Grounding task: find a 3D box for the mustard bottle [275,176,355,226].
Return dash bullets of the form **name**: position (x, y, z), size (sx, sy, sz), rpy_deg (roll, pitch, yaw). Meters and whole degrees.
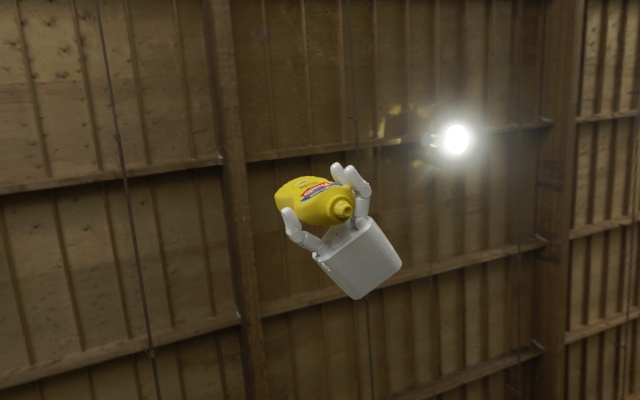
- **mustard bottle**: position (0.000, 0.002, 0.774), size (0.096, 0.058, 0.191), rpy_deg (-20, 17, -21)
